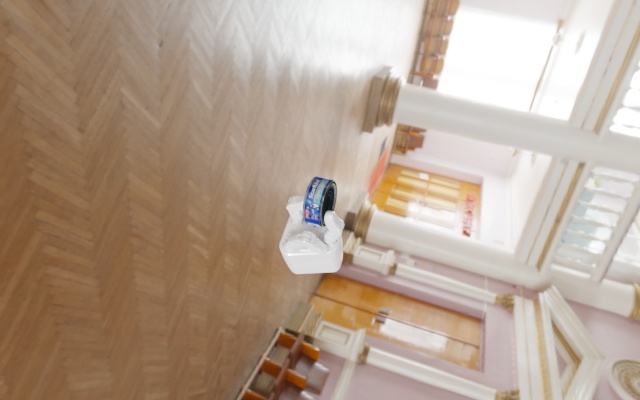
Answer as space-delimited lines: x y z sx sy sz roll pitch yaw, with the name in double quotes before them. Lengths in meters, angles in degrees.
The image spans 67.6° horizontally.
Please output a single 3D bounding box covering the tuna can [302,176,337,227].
"tuna can" 0.001 0.003 0.837 0.034 0.086 0.086 12 4 17
